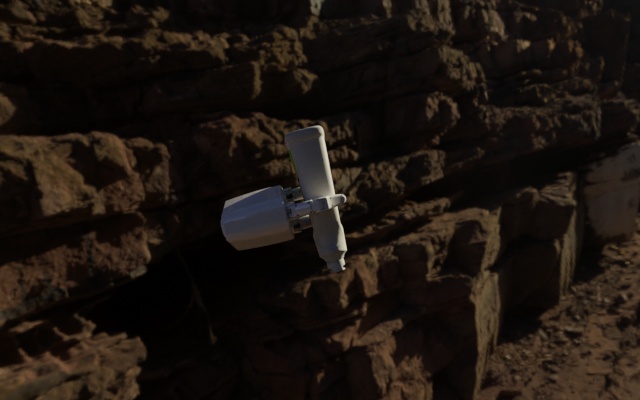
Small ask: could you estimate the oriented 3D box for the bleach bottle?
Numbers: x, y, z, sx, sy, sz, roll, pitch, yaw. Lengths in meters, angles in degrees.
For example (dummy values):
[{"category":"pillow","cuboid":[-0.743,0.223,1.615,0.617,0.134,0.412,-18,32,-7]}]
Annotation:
[{"category":"bleach bottle","cuboid":[0.000,0.003,0.836,0.068,0.251,0.102,-14,1,-2]}]
